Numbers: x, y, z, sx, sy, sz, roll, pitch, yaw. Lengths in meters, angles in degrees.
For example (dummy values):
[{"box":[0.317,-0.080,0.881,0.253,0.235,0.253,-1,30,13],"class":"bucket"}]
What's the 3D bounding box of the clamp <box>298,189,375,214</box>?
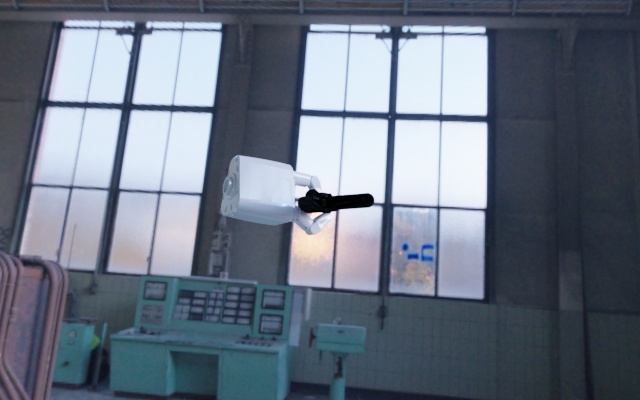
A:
[{"box":[0.000,0.002,0.837,0.120,0.039,0.171,12,-14,-29],"class":"clamp"}]
